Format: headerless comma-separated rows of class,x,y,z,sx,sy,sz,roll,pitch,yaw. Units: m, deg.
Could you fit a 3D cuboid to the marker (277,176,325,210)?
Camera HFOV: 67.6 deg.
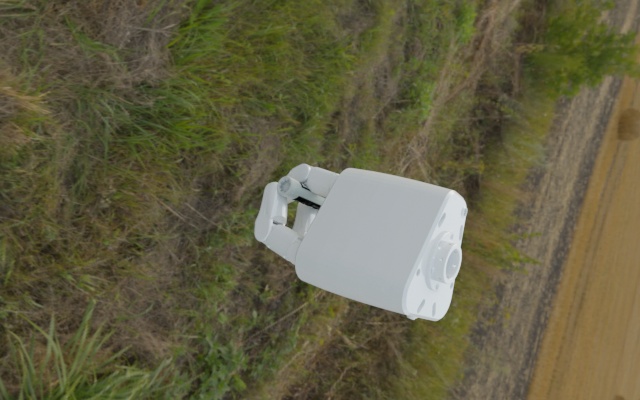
marker,0.000,0.002,0.491,0.020,0.020,0.121,0,-15,35
